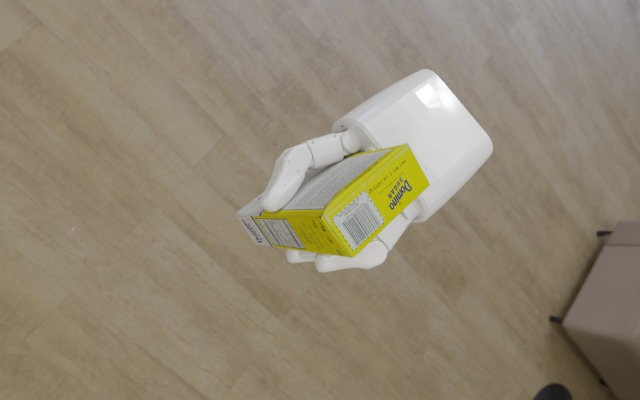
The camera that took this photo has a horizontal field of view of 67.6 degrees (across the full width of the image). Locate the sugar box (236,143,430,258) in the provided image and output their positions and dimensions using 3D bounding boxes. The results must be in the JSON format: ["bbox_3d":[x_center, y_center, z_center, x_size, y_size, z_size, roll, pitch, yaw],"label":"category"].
[{"bbox_3d":[0.001,0.002,0.416,0.093,0.048,0.176,-39,14,-24],"label":"sugar box"}]
